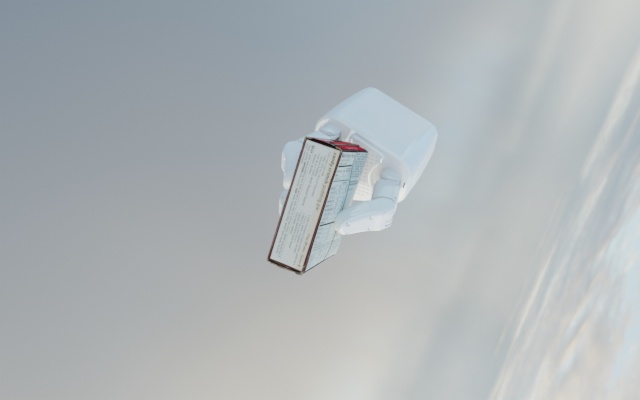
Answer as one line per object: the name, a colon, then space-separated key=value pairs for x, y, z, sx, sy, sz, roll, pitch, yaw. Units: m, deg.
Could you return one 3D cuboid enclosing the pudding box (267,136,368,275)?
pudding box: x=0.000 y=0.001 z=0.426 sx=0.039 sy=0.113 sz=0.090 roll=19 pitch=10 yaw=18
